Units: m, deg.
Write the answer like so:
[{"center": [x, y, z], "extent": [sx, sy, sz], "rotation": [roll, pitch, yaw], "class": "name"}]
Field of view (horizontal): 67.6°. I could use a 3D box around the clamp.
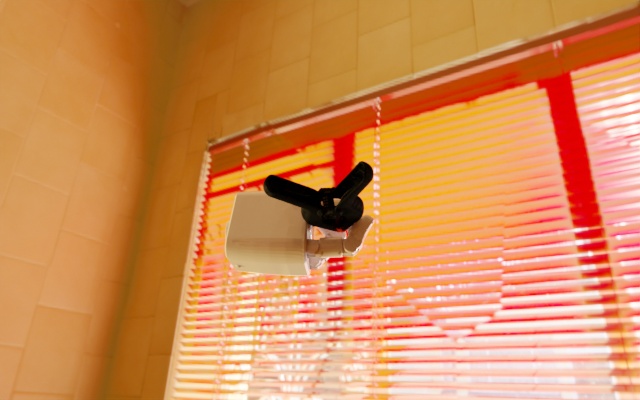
[{"center": [0.000, 0.001, 0.577], "extent": [0.120, 0.039, 0.171], "rotation": [1, -24, 4], "class": "clamp"}]
